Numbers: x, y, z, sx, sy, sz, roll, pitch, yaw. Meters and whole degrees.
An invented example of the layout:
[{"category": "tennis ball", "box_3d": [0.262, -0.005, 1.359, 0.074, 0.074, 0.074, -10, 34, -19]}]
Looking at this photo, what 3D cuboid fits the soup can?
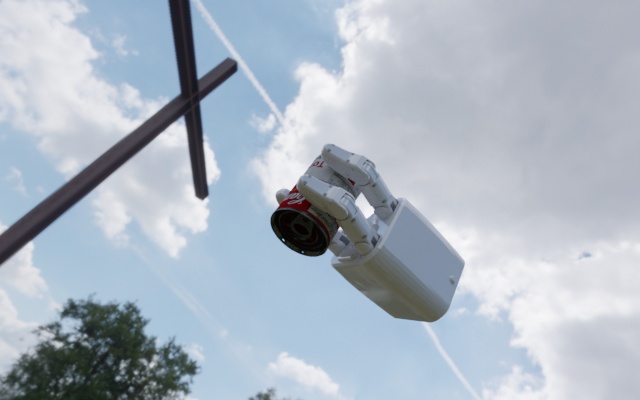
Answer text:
[{"category": "soup can", "box_3d": [0.000, 0.001, 0.522, 0.068, 0.068, 0.102, 0, 40, 36]}]
